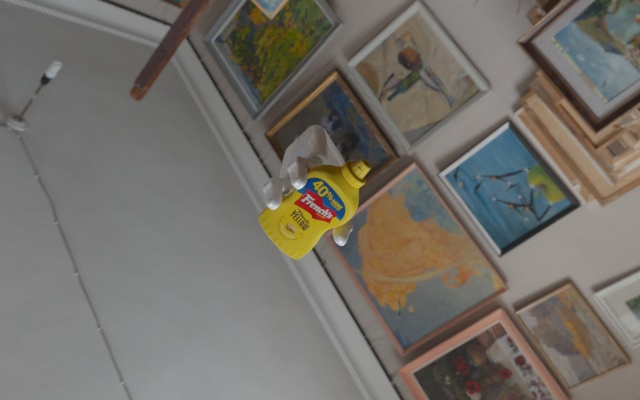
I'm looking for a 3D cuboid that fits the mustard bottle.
[{"bbox_3d":[0.000,0.003,0.722,0.192,0.096,0.058,-40,3,26],"label":"mustard bottle"}]
